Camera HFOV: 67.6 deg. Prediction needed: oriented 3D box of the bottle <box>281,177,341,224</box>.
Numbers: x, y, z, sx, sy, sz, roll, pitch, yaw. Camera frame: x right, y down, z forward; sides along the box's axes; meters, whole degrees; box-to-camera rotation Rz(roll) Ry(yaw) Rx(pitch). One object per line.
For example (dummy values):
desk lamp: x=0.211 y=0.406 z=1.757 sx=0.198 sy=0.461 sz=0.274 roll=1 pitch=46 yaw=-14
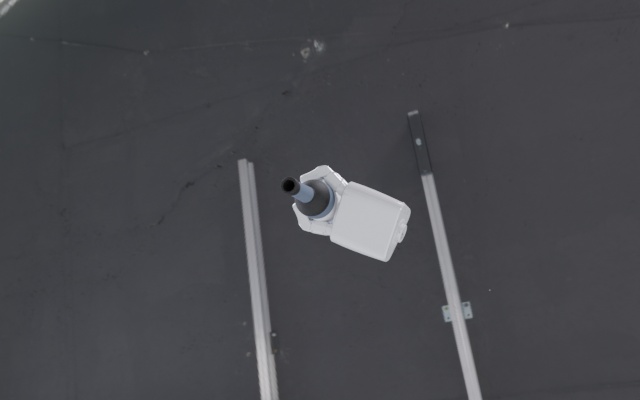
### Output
bottle: x=0.000 y=0.003 z=0.860 sx=0.069 sy=0.069 sz=0.296 roll=0 pitch=-10 yaw=19
